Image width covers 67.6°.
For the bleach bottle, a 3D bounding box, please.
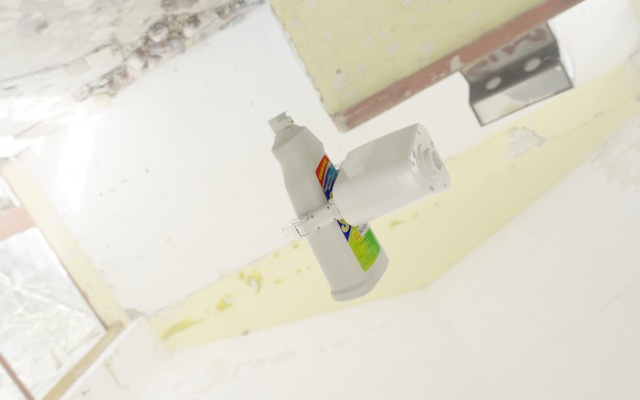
[{"bbox_3d":[0.000,0.002,0.632,0.068,0.251,0.102,-23,11,35],"label":"bleach bottle"}]
